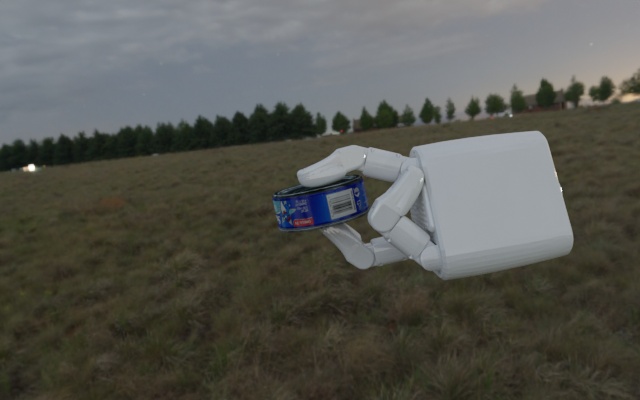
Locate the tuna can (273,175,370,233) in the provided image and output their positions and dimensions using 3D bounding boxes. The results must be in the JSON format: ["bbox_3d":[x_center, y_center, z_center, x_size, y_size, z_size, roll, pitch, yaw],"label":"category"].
[{"bbox_3d":[0.000,0.001,0.437,0.086,0.034,0.086,-12,8,2],"label":"tuna can"}]
